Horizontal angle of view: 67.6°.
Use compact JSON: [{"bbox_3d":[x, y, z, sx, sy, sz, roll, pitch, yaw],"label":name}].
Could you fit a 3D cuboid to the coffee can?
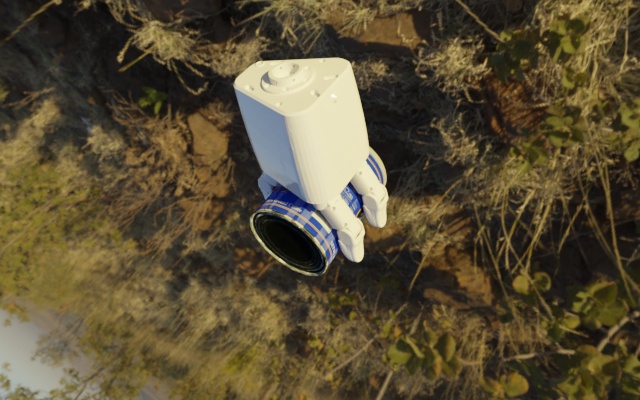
[{"bbox_3d":[0.000,0.002,0.559,0.103,0.103,0.140,0,42,45],"label":"coffee can"}]
